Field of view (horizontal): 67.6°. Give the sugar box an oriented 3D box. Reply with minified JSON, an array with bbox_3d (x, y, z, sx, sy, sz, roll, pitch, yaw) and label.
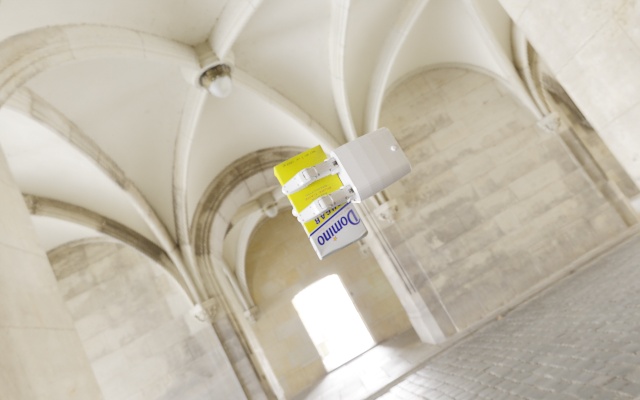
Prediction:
[{"bbox_3d":[0.000,0.002,0.817,0.093,0.176,0.048,-28,-13,-7],"label":"sugar box"}]
